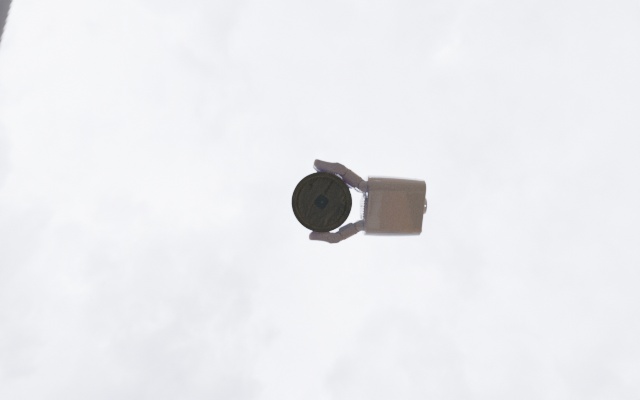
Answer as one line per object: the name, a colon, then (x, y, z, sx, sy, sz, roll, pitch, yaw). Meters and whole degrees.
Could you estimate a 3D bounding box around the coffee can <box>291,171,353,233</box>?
coffee can: (0.000, 0.003, 0.863, 0.103, 0.103, 0.140, 0, 0, -2)
